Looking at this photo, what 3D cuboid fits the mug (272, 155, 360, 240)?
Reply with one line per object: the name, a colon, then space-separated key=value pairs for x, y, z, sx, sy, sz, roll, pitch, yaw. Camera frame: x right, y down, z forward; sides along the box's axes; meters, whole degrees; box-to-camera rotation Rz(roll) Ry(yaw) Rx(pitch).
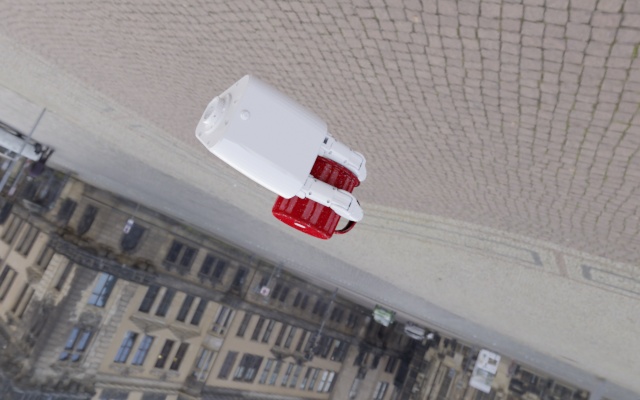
mug: x=0.001 y=0.003 z=0.597 sx=0.117 sy=0.081 sz=0.093 roll=31 pitch=-13 yaw=-30
